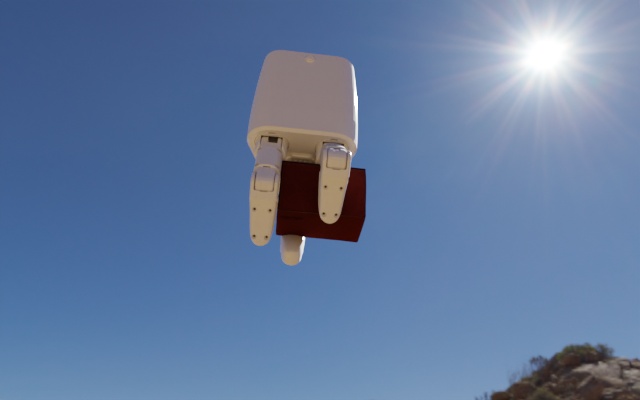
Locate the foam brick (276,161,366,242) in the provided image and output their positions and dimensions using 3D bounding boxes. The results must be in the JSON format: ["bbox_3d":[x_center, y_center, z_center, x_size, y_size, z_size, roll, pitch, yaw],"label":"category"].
[{"bbox_3d":[0.000,0.002,0.432,0.078,0.051,0.053,6,-30,-4],"label":"foam brick"}]
